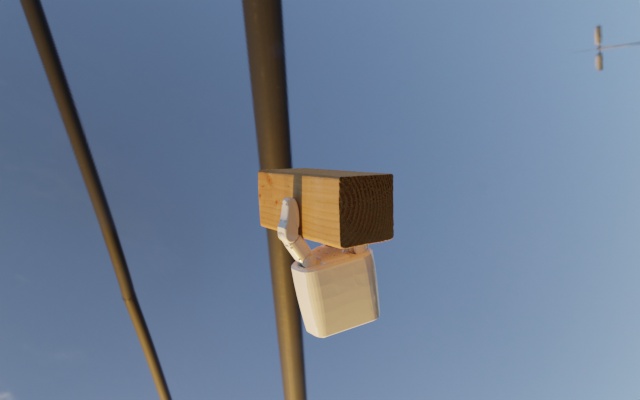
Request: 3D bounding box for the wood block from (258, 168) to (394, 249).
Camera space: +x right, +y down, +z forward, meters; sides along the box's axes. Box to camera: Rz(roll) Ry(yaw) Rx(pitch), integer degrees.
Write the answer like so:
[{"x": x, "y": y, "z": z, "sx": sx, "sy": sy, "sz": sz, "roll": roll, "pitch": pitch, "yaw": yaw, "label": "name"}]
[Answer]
[{"x": 0.000, "y": 0.003, "z": 0.679, "sx": 0.091, "sy": 0.090, "sz": 0.206, "roll": -6, "pitch": 9, "yaw": -35, "label": "wood block"}]
